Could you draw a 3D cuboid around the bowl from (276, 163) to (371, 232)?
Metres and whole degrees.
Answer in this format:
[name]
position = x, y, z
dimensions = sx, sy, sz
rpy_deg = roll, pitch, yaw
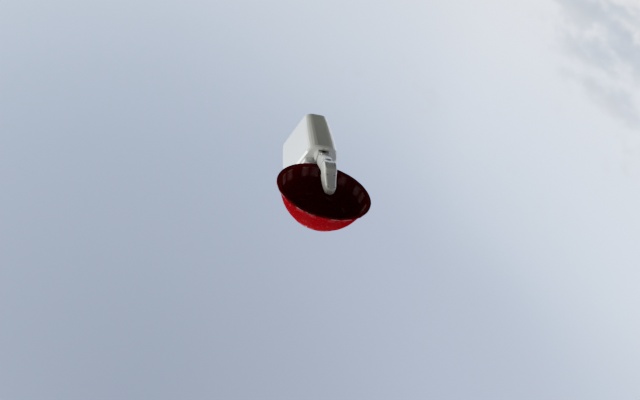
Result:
[bowl]
position = 0.000, 0.004, 0.798
dimensions = 0.162, 0.055, 0.162
rpy_deg = 13, 32, -8
